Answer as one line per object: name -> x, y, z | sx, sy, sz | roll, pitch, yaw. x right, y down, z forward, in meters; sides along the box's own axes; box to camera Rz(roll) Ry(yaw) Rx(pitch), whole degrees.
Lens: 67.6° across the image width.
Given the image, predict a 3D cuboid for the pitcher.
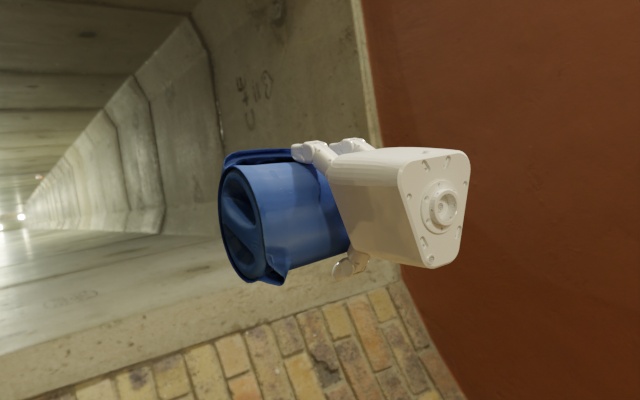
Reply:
pitcher -> 0.000, 0.002, 0.597 | 0.243, 0.149, 0.145 | -10, 7, -31
